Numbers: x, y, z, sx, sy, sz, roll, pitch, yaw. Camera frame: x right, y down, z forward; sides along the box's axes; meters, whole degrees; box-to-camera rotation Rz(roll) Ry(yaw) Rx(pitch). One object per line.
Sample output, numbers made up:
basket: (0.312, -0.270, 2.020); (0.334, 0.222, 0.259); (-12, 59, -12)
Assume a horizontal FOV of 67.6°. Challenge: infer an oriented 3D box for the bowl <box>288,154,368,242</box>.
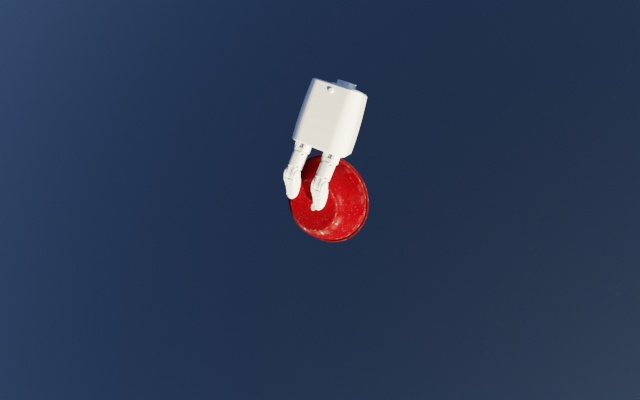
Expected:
bowl: (0.000, 0.004, 0.839); (0.162, 0.162, 0.055); (0, 13, 30)
